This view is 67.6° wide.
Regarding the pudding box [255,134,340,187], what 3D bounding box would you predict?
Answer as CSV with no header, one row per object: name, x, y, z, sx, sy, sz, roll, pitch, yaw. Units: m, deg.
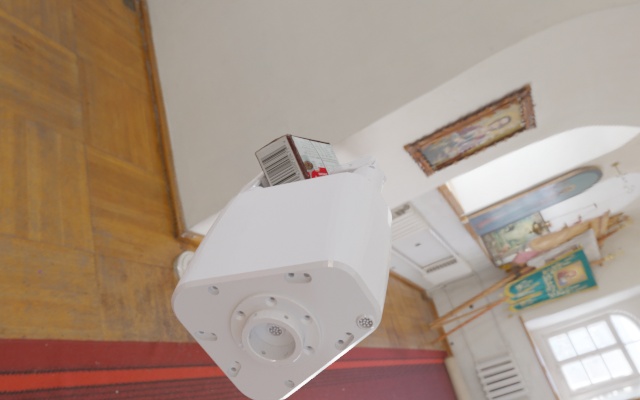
pudding box,0.000,0.001,0.417,0.039,0.113,0.090,-27,-9,21
